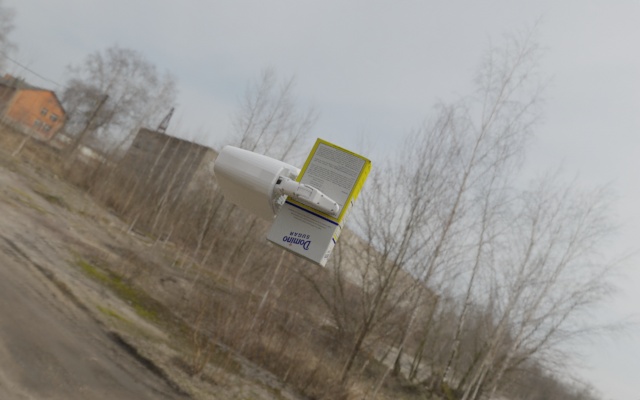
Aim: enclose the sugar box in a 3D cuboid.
[{"bbox_3d":[0.000,0.002,0.722,0.093,0.176,0.048,24,-10,15],"label":"sugar box"}]
